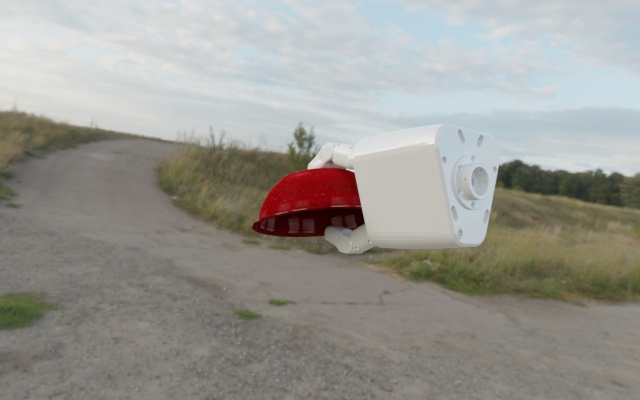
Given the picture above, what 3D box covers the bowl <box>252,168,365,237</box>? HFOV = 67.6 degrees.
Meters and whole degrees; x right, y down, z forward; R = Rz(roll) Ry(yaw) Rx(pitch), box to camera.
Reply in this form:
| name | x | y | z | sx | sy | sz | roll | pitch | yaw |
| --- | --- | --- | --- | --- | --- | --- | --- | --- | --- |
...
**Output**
| name | x | y | z | sx | sy | sz | roll | pitch | yaw |
| --- | --- | --- | --- | --- | --- | --- | --- | --- | --- |
| bowl | -0.001 | 0.002 | 0.556 | 0.162 | 0.055 | 0.162 | -5 | -14 | -1 |
